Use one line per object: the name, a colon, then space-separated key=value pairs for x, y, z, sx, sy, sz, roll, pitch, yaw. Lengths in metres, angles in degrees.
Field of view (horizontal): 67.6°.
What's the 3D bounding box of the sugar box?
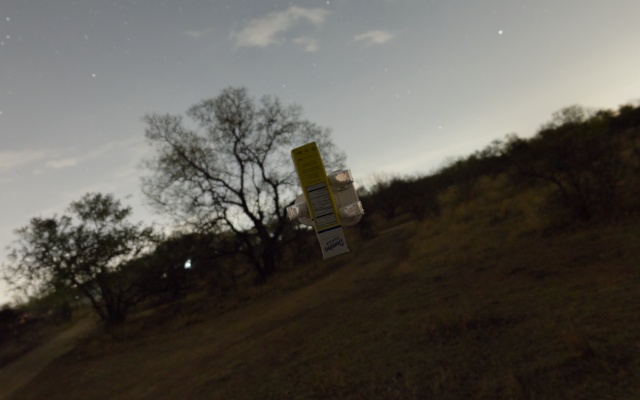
sugar box: x=0.001 y=0.002 z=0.754 sx=0.048 sy=0.176 sz=0.093 roll=-19 pitch=-3 yaw=0
